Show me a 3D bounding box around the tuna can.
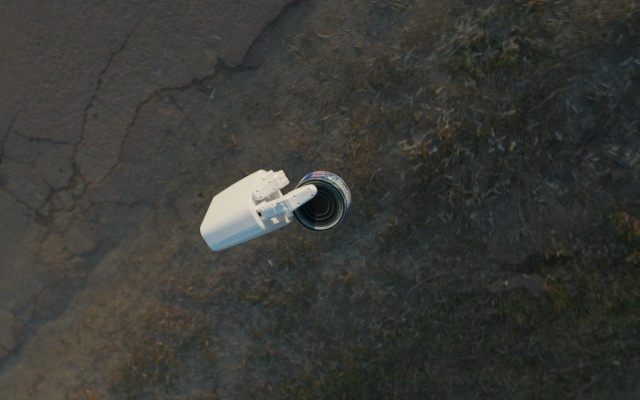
[{"bbox_3d":[0.000,0.002,0.699,0.086,0.086,0.033,0,19,14],"label":"tuna can"}]
